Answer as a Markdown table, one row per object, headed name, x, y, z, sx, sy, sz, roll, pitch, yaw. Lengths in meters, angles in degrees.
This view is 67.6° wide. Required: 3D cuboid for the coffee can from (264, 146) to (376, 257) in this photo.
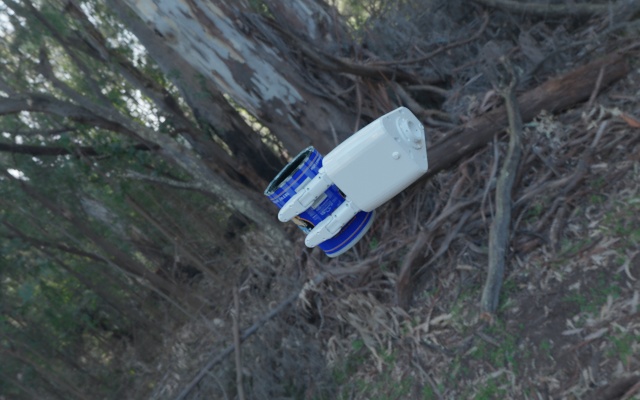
| name | x | y | z | sx | sy | sz | roll | pitch | yaw |
| --- | --- | --- | --- | --- | --- | --- | --- | --- | --- |
| coffee can | 0.000 | 0.003 | 0.727 | 0.140 | 0.103 | 0.103 | 45 | -13 | -13 |
